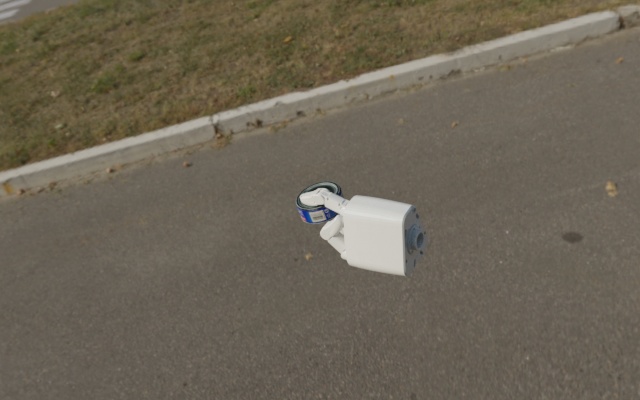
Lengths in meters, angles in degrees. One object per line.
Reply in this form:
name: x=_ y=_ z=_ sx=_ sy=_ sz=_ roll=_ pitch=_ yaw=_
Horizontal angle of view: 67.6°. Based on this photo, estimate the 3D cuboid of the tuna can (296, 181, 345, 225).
tuna can: x=0.000 y=0.002 z=0.849 sx=0.086 sy=0.034 sz=0.086 roll=-16 pitch=32 yaw=10
